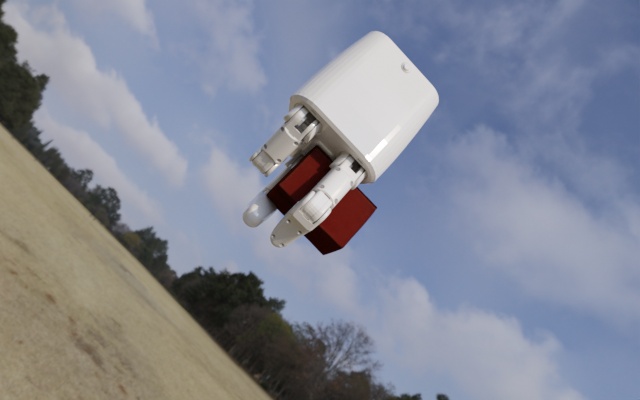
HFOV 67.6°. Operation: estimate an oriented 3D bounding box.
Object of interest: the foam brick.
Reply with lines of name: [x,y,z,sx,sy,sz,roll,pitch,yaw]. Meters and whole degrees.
foam brick: [0.000,0.002,0.420,0.051,0.078,0.053,-46,7,-22]
